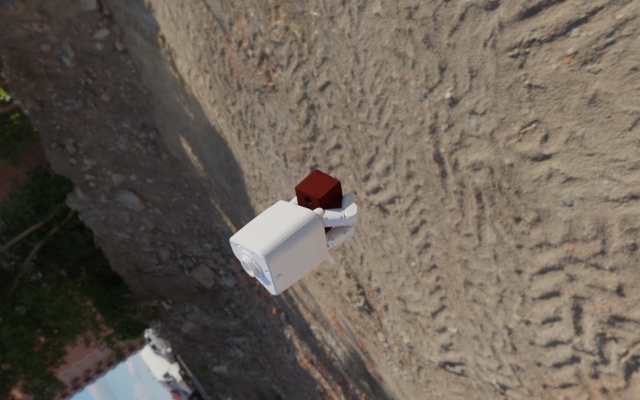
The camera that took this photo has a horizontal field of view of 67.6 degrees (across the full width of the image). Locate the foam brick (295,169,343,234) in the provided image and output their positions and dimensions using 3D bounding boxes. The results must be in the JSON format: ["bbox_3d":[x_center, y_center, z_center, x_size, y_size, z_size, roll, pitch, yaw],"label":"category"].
[{"bbox_3d":[0.000,0.002,0.746,0.053,0.078,0.051,27,53,35],"label":"foam brick"}]
